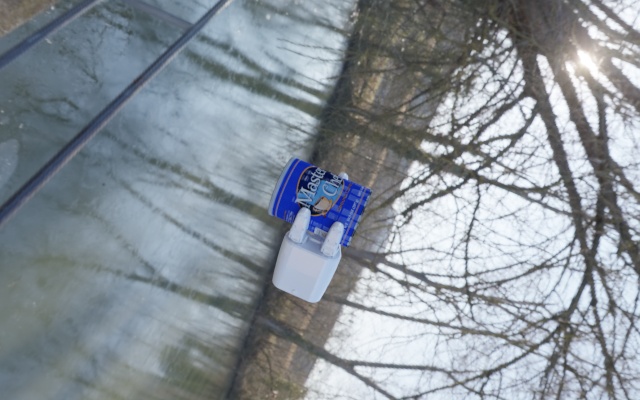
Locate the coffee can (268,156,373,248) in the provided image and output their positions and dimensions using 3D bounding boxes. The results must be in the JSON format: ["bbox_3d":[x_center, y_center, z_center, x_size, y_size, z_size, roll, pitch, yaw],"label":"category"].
[{"bbox_3d":[0.000,0.002,0.772,0.140,0.103,0.103,23,2,4],"label":"coffee can"}]
